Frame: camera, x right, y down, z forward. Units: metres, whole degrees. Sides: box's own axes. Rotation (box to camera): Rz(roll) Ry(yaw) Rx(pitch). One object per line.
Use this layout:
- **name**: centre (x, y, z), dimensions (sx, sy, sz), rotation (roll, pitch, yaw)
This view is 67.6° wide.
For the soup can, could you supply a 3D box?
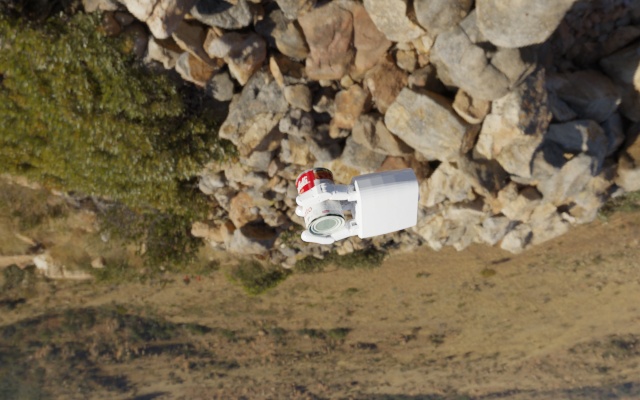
- **soup can**: centre (0.000, 0.003, 0.831), dimensions (0.068, 0.102, 0.069), rotation (-10, -33, -7)
